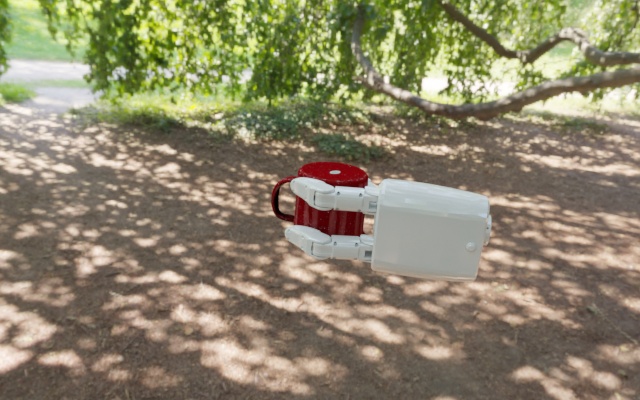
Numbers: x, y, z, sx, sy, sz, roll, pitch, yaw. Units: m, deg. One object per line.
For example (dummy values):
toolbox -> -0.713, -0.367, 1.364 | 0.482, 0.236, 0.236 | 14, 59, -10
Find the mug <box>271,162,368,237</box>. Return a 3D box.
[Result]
mug -> -0.001, 0.001, 0.559 | 0.117, 0.081, 0.093 | 8, 20, 8
